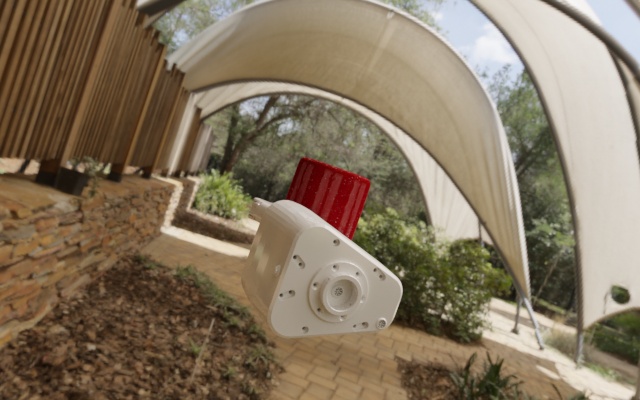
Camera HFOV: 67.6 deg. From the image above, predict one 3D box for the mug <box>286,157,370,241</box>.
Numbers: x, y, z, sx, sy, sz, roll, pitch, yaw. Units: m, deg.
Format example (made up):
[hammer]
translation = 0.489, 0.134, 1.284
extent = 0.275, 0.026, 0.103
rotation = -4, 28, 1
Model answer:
[mug]
translation = 0.000, 0.001, 0.528
extent = 0.093, 0.081, 0.117
rotation = 18, 2, -22
